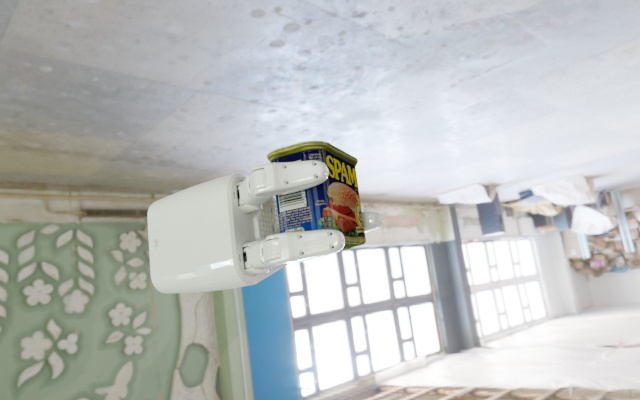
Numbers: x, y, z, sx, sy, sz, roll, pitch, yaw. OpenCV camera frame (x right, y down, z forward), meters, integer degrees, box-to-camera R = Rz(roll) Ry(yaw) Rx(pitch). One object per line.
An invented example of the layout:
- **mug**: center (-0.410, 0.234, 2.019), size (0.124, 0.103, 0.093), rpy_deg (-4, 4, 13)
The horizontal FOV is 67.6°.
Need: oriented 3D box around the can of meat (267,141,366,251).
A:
- **can of meat**: center (0.000, 0.002, 0.428), size (0.057, 0.084, 0.102), rpy_deg (-12, -12, 23)
